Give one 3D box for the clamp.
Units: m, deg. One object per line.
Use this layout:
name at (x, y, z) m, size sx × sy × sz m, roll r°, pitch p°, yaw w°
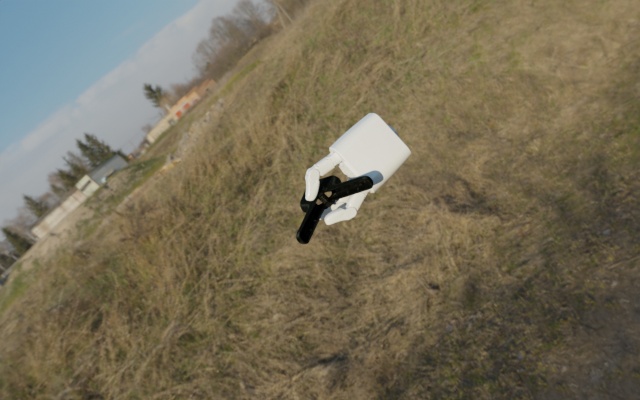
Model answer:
clamp at (0.000, 0.002, 0.896) m, size 0.164 × 0.036 × 0.210 m, roll -42°, pitch 18°, yaw -7°
